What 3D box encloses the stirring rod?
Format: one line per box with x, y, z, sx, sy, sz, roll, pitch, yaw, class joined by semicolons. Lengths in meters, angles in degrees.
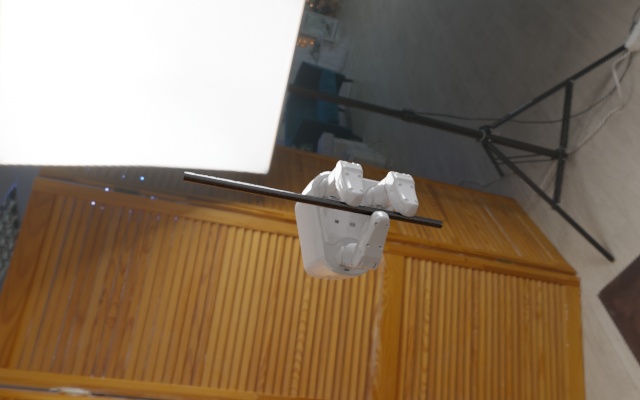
0.000;0.001;0.430;0.239;0.011;0.011;11;-3;-13;stirring rod
